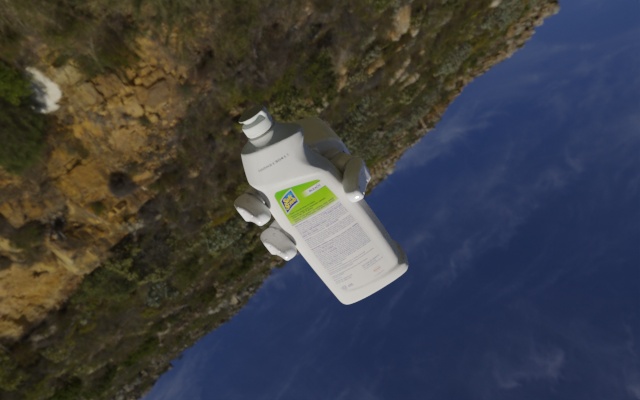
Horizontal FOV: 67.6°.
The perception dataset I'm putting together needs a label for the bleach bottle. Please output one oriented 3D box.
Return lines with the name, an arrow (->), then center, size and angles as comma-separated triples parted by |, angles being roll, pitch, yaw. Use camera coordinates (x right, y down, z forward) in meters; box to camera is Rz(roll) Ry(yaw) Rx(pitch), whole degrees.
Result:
bleach bottle -> 0.000, 0.002, 0.525 | 0.102, 0.251, 0.068 | -32, 29, 3
